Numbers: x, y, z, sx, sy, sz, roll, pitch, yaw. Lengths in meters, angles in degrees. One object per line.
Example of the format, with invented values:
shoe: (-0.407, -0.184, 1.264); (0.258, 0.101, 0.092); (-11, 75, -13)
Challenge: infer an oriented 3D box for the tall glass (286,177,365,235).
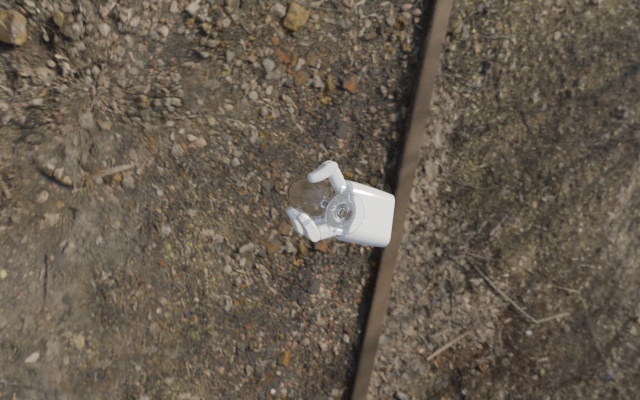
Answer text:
tall glass: (0.000, 0.003, 0.882); (0.079, 0.079, 0.201); (0, 12, -25)
